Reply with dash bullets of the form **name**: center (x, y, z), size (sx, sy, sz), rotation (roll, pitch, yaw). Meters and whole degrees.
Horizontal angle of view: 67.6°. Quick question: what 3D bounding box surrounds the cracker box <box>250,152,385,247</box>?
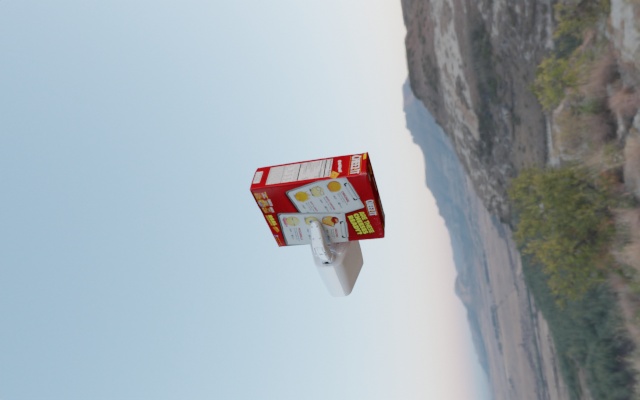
- **cracker box**: center (0.000, 0.003, 0.883), size (0.214, 0.072, 0.164), rotation (-7, -47, 15)
